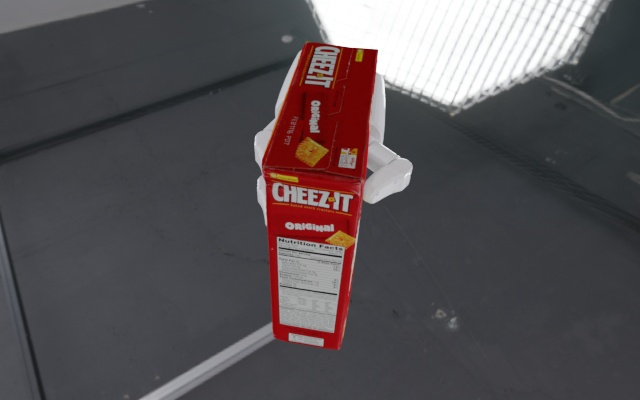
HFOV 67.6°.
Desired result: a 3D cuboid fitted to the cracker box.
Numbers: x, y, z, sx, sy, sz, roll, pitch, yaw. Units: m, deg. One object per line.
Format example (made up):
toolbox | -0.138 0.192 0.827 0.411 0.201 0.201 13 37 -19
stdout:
cracker box | 0.000 0.001 0.414 0.072 0.164 0.214 7 -44 4
